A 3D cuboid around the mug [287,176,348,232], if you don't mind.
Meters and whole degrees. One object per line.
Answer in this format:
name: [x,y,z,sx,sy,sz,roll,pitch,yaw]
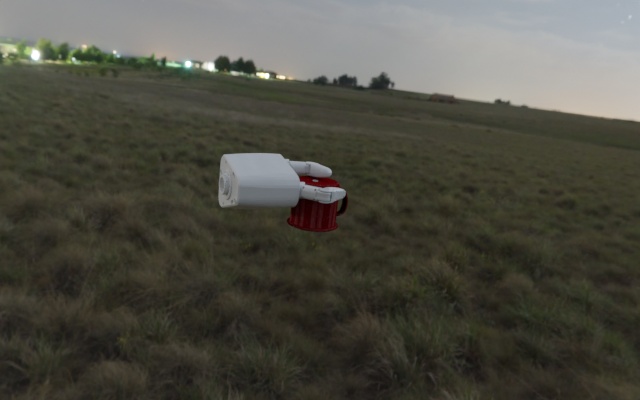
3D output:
mug: [0.001,0.003,0.853,0.117,0.081,0.093,-2,16,-30]
